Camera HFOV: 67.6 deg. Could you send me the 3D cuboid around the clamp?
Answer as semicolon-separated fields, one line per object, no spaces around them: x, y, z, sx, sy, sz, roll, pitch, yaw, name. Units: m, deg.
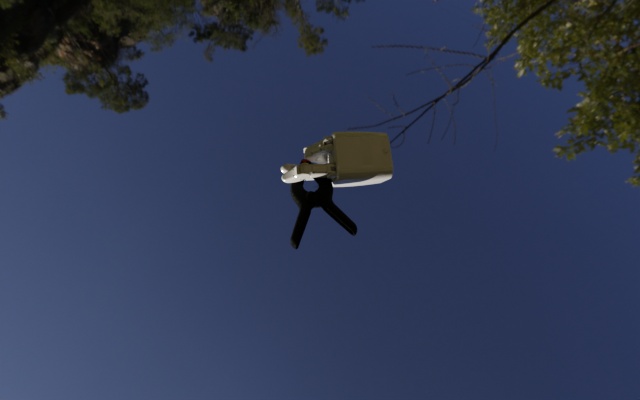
0.000;0.003;0.874;0.120;0.171;0.039;-2;-21;-8;clamp
